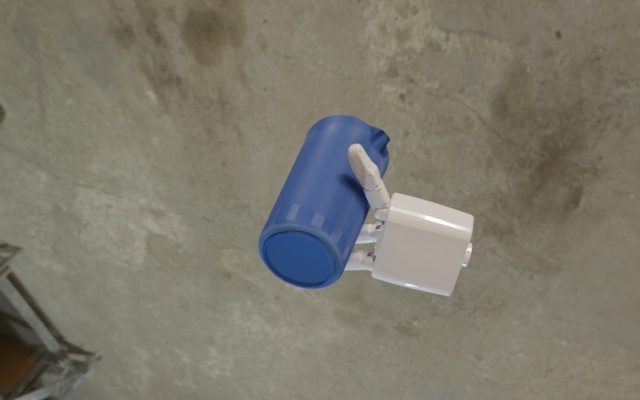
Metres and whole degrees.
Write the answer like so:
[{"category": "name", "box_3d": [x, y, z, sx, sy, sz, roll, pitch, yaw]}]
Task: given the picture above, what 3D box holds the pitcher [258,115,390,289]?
[{"category": "pitcher", "box_3d": [0.000, 0.002, 0.651, 0.145, 0.149, 0.242, 14, 41, 9]}]
